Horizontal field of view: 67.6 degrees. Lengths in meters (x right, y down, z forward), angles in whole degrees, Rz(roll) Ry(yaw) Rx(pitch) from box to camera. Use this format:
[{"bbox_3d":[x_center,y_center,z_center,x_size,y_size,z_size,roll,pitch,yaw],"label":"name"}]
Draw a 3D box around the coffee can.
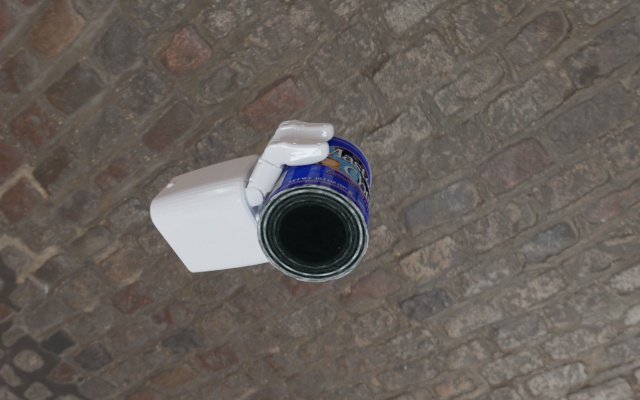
[{"bbox_3d":[0.000,0.002,0.493,0.103,0.103,0.140,0,26,7],"label":"coffee can"}]
